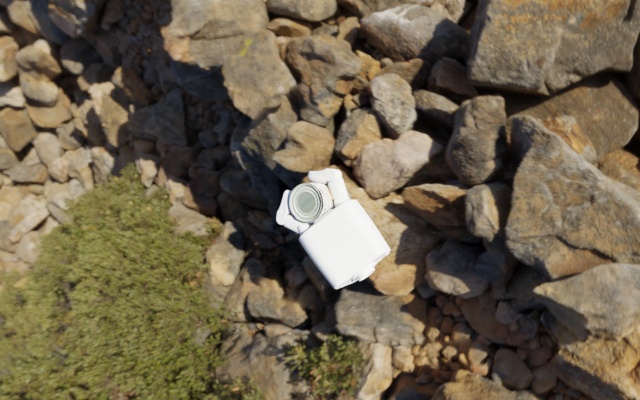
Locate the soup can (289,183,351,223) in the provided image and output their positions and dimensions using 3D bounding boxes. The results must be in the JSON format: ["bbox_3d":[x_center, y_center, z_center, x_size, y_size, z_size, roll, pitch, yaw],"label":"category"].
[{"bbox_3d":[0.000,0.002,0.833,0.068,0.068,0.102,0,2,31],"label":"soup can"}]
